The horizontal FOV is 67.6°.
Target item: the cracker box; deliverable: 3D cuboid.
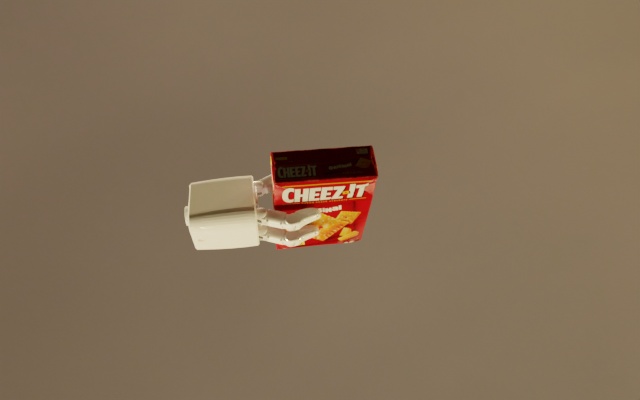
[{"bbox_3d":[0.000,0.003,0.818,0.164,0.072,0.214,-5,-32,-7],"label":"cracker box"}]
